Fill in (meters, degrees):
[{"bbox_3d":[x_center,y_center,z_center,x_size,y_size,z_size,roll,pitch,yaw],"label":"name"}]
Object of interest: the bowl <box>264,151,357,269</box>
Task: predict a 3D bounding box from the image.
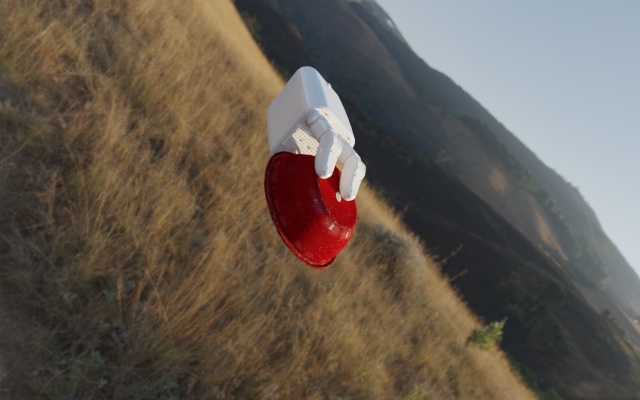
[{"bbox_3d":[0.001,0.003,0.607,0.055,0.162,0.162,-22,-11,27],"label":"bowl"}]
